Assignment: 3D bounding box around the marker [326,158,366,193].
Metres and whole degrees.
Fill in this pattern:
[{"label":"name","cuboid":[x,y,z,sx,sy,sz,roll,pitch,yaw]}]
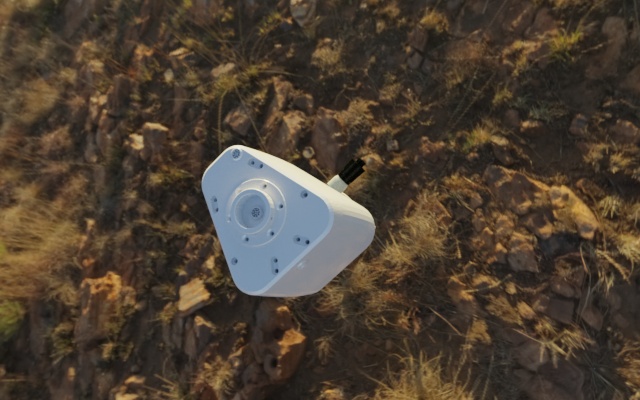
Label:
[{"label":"marker","cuboid":[0.000,0.002,0.489,0.121,0.020,0.020,-44,-9,9]}]
